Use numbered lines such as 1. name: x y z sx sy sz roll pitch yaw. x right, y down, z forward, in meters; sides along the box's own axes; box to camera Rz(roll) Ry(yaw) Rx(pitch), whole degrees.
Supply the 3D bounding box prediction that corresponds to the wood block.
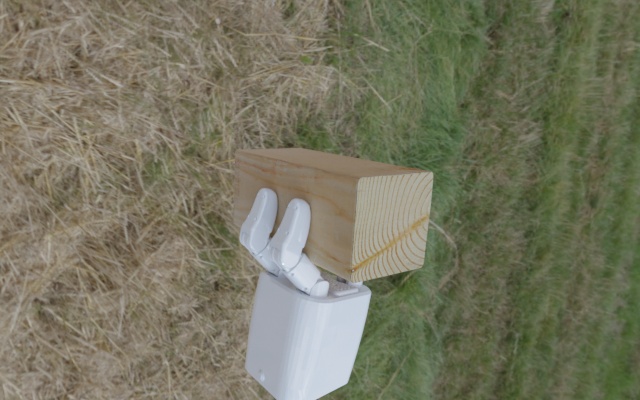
1. wood block: 0.000 0.002 0.480 0.091 0.090 0.206 -5 14 -37
